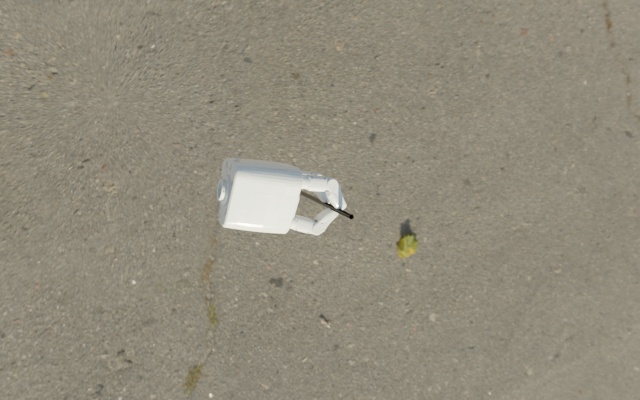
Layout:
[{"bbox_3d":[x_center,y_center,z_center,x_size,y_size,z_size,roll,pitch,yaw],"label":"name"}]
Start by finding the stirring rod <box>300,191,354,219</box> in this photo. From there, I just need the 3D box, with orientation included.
[{"bbox_3d":[0.000,0.003,0.847,0.011,0.011,0.239,0,11,-24],"label":"stirring rod"}]
